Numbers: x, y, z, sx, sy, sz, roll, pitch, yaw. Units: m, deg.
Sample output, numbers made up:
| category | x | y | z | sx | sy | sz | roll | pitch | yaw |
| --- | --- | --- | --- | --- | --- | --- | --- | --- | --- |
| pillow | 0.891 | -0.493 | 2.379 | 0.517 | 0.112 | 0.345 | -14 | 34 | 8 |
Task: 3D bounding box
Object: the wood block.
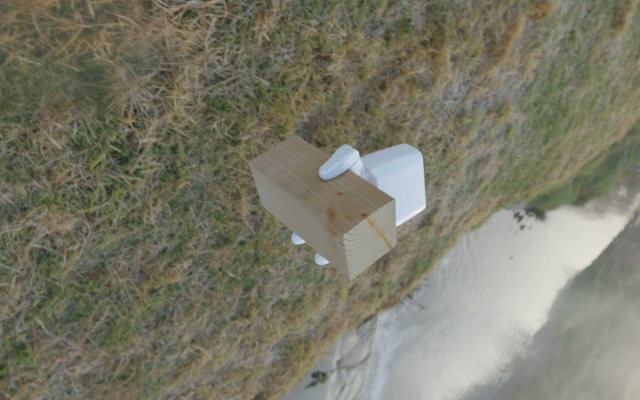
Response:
| category | x | y | z | sx | sy | sz | roll | pitch | yaw |
| --- | --- | --- | --- | --- | --- | --- | --- | --- | --- |
| wood block | 0.000 | 0.002 | 0.666 | 0.090 | 0.091 | 0.206 | -33 | 47 | -24 |
